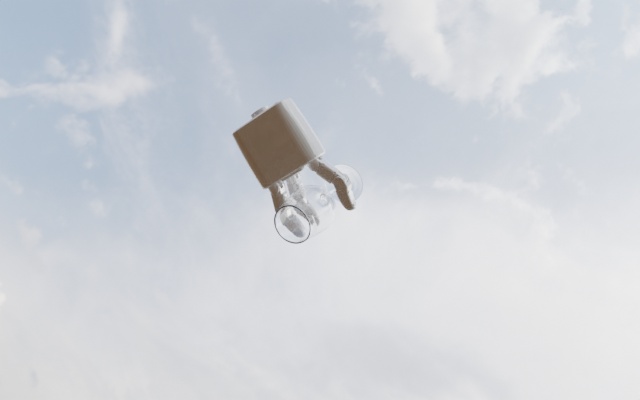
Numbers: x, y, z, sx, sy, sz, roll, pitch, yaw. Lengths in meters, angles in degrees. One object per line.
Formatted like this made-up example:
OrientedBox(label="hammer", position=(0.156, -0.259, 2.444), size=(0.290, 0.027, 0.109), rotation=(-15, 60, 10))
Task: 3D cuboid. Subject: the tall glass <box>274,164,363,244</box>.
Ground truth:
OrientedBox(label="tall glass", position=(0.001, 0.002, 0.784), size=(0.079, 0.079, 0.201), rotation=(0, 20, 27))
